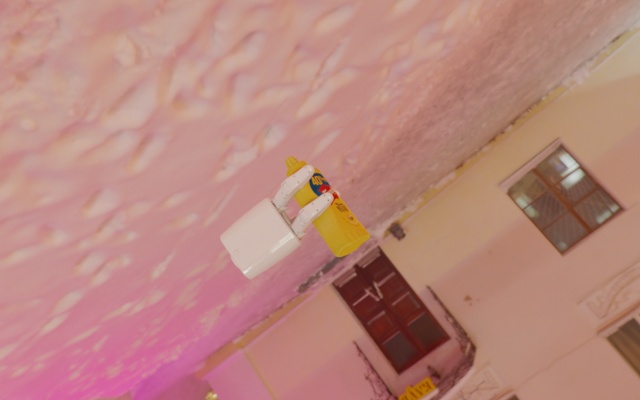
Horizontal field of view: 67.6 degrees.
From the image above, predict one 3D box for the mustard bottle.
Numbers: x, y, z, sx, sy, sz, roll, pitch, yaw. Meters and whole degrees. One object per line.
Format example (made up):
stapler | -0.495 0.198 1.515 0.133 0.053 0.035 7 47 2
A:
mustard bottle | 0.001 0.003 0.803 0.058 0.191 0.096 -44 -16 23
